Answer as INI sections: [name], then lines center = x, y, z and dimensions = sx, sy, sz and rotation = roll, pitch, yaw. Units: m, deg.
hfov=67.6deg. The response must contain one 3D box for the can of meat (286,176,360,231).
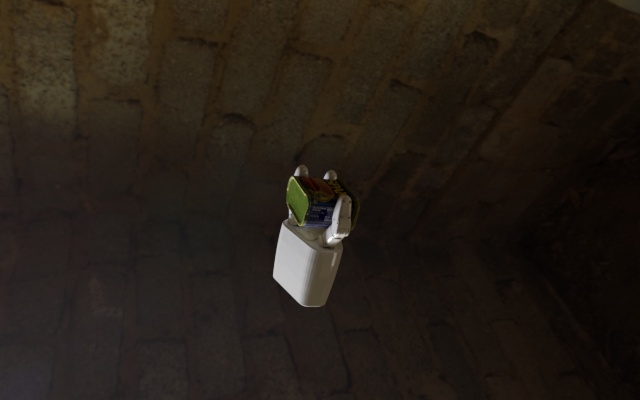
[can of meat]
center = 0.000, 0.002, 0.742
dimensions = 0.084, 0.057, 0.102
rotation = 5, 25, -24
